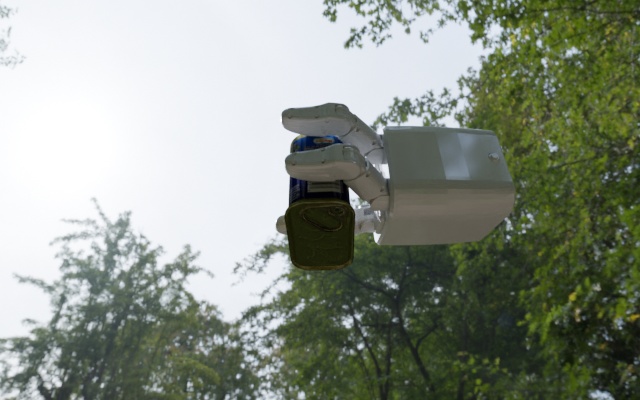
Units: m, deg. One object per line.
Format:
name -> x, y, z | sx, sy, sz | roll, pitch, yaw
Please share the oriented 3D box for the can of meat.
can of meat -> 0.000, 0.001, 0.432 | 0.057, 0.083, 0.102 | -2, -39, 1
